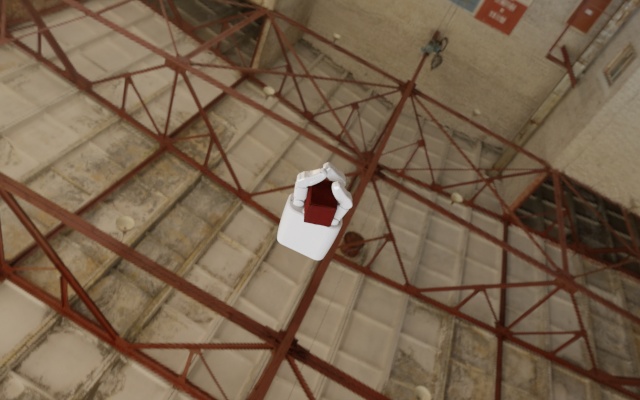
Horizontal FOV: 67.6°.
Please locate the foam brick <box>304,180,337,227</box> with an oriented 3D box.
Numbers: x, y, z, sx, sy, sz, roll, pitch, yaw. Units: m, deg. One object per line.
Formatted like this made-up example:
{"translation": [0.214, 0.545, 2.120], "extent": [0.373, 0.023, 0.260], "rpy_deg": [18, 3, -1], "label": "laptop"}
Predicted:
{"translation": [0.000, 0.003, 0.894], "extent": [0.053, 0.051, 0.078], "rpy_deg": [12, 41, -9], "label": "foam brick"}
